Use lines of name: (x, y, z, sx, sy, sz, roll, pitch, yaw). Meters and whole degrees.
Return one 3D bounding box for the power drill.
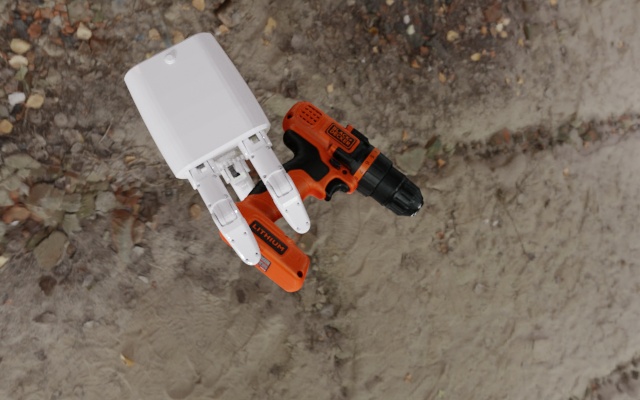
power drill: (0.000, 0.002, 0.507, 0.184, 0.187, 0.057, 37, -29, 4)
